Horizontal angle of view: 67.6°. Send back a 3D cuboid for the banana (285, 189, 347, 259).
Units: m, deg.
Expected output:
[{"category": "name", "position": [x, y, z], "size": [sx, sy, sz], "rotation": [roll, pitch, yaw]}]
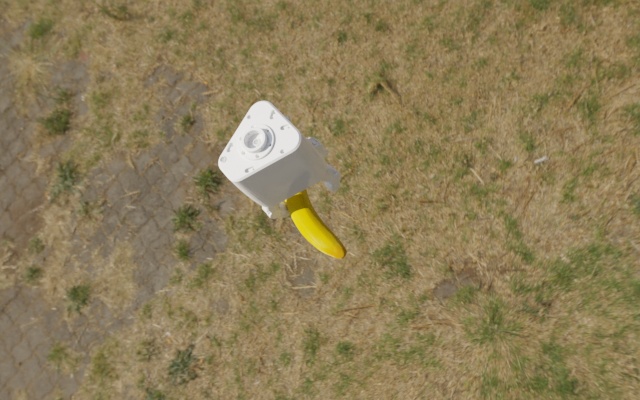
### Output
[{"category": "banana", "position": [-0.018, 0.006, 0.742], "size": [0.069, 0.197, 0.037], "rotation": [-19, -23, 7]}]
